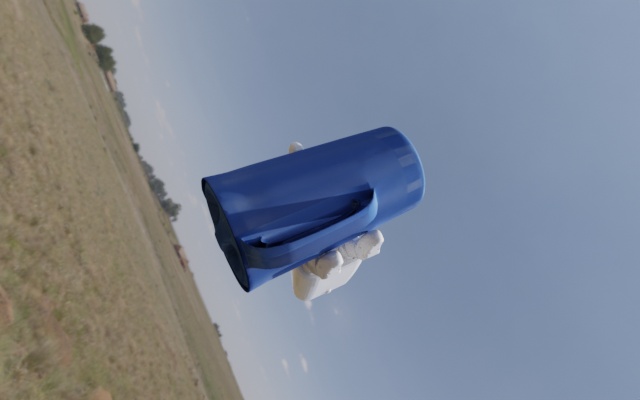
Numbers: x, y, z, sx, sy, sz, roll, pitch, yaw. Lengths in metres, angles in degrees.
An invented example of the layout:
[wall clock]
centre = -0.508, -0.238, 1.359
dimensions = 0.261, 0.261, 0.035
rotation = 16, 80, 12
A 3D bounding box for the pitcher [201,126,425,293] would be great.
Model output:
[pitcher]
centre = 0.000, 0.002, 0.545
dimensions = 0.243, 0.149, 0.145
rotation = -22, -25, -19
